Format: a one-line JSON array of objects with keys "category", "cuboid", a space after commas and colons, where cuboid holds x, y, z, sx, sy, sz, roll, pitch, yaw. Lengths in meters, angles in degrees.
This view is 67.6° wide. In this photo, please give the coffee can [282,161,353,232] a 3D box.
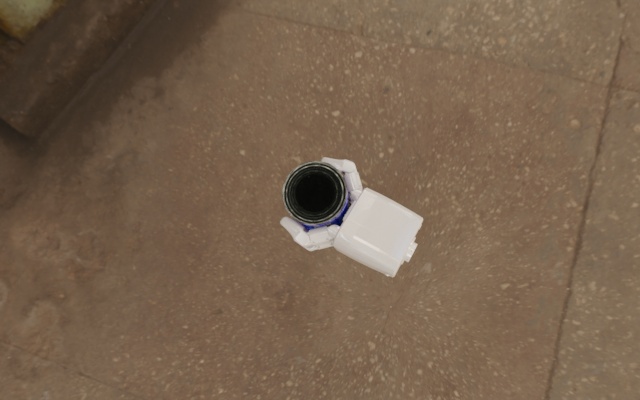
[{"category": "coffee can", "cuboid": [0.000, 0.003, 0.804, 0.103, 0.102, 0.140, 0, -12, 8]}]
